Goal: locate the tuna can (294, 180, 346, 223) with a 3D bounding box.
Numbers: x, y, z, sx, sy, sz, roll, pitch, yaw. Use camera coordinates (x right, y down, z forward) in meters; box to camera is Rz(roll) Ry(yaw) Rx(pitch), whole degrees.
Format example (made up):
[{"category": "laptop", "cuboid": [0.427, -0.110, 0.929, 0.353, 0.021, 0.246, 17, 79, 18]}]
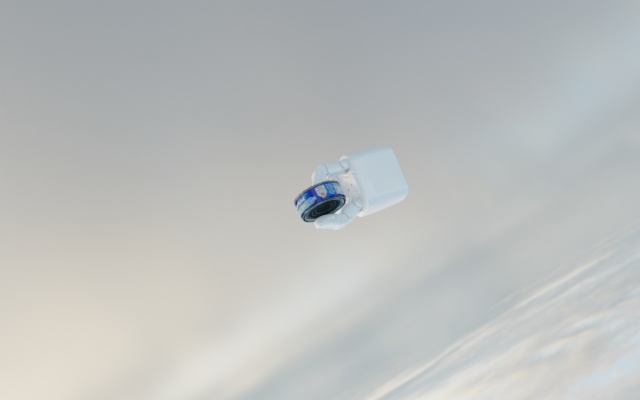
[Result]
[{"category": "tuna can", "cuboid": [0.000, 0.003, 0.816, 0.086, 0.033, 0.086, -23, -21, -9]}]
